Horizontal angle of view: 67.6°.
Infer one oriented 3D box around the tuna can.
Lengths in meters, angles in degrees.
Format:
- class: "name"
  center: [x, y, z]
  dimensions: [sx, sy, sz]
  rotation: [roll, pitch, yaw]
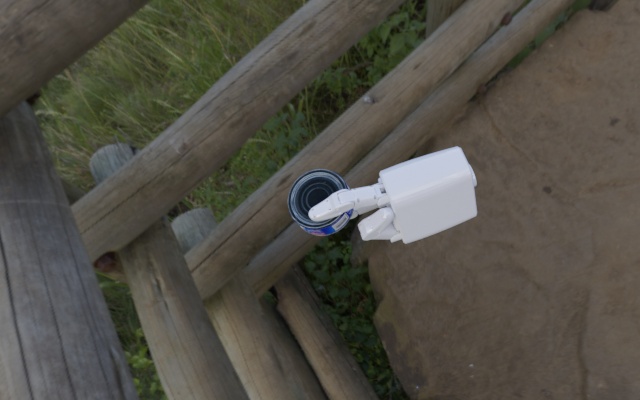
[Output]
- class: "tuna can"
  center: [0.000, 0.002, 0.639]
  dimensions: [0.086, 0.086, 0.034]
  rotation: [0, -19, 17]
